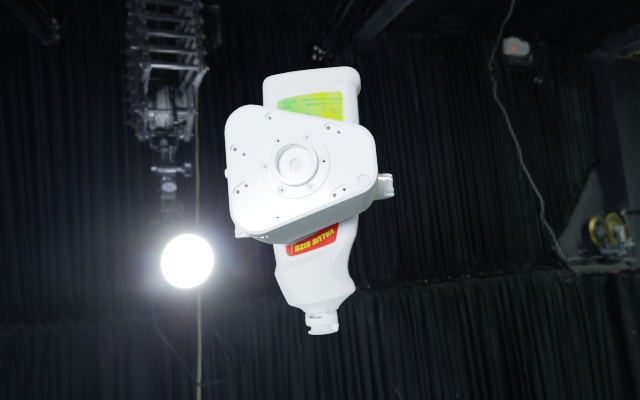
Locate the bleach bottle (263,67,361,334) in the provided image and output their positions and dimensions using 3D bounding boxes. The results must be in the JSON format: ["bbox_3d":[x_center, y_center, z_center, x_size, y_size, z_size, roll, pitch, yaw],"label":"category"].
[{"bbox_3d":[0.000,0.002,0.474,0.102,0.251,0.068,-6,-7,3],"label":"bleach bottle"}]
